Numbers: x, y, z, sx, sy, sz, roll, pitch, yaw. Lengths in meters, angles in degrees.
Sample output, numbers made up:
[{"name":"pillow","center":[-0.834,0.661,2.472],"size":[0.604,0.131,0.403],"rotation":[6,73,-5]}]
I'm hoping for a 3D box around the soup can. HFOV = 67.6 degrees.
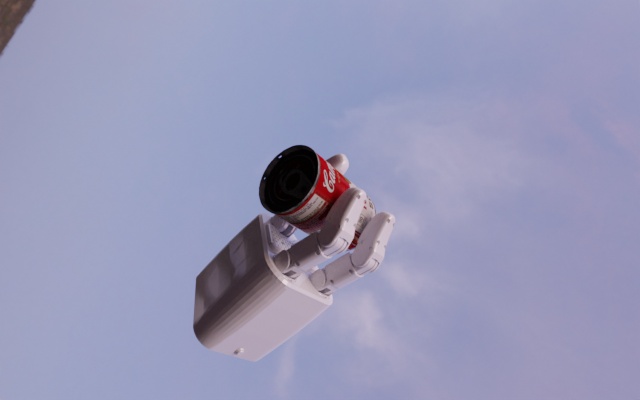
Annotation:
[{"name":"soup can","center":[0.001,0.001,0.457],"size":[0.068,0.068,0.102],"rotation":[0,-25,40]}]
